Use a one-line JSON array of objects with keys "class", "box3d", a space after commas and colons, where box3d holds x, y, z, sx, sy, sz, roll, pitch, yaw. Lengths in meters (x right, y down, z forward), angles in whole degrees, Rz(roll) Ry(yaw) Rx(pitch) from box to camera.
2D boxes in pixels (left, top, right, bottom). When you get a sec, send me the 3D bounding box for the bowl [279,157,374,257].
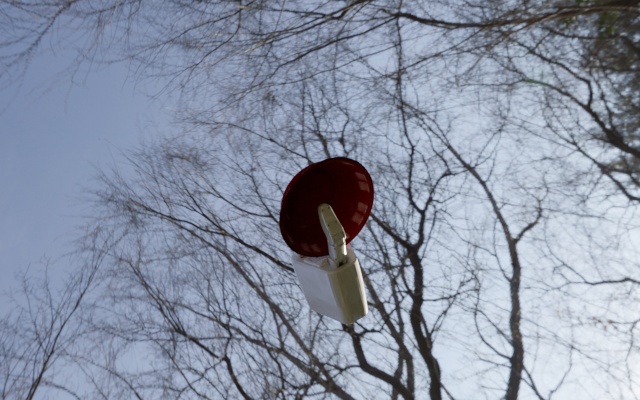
[{"class": "bowl", "box3d": [0.000, 0.001, 0.716, 0.162, 0.162, 0.055, 0, 25, -33]}]
